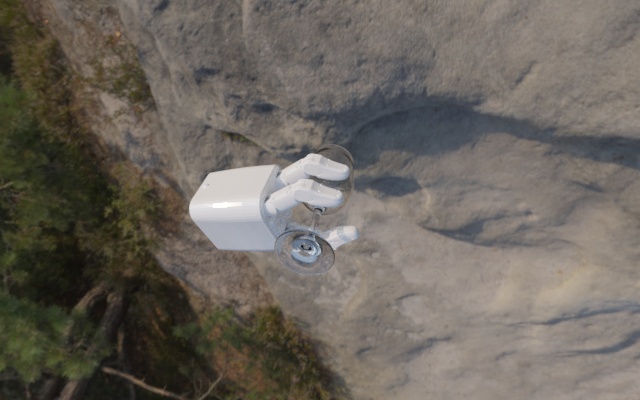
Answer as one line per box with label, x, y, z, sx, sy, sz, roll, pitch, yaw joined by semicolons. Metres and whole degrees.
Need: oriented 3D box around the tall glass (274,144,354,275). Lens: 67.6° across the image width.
tall glass;0.000;0.003;0.643;0.079;0.079;0.201;0;38;15
